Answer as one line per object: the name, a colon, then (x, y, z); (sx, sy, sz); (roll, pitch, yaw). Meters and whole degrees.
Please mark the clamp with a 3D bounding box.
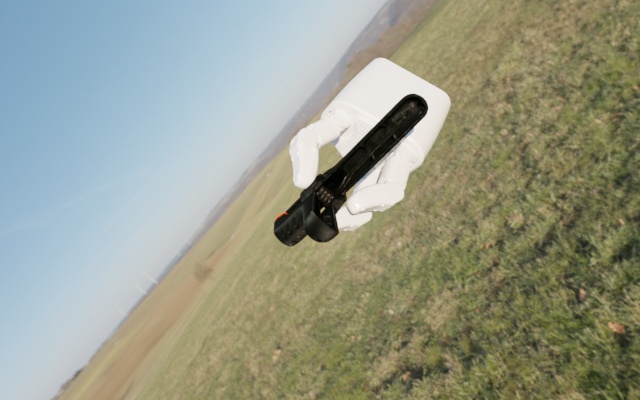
clamp: (-0.001, 0.001, 0.439); (0.164, 0.036, 0.210); (-51, 7, -37)
